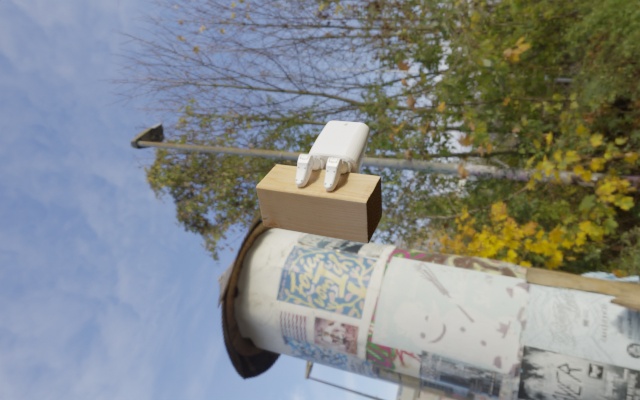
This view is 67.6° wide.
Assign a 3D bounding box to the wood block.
[{"bbox_3d":[0.000,0.003,0.870,0.206,0.091,0.090,8,36,21],"label":"wood block"}]
